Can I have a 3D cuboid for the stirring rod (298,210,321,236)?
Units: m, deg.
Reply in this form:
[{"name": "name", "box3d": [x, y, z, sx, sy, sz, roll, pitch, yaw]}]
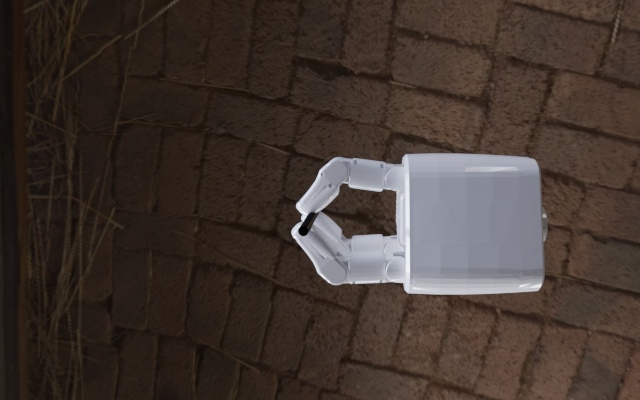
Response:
[{"name": "stirring rod", "box3d": [0.000, 0.002, 0.478, 0.011, 0.011, 0.239, 0, 10, 6]}]
